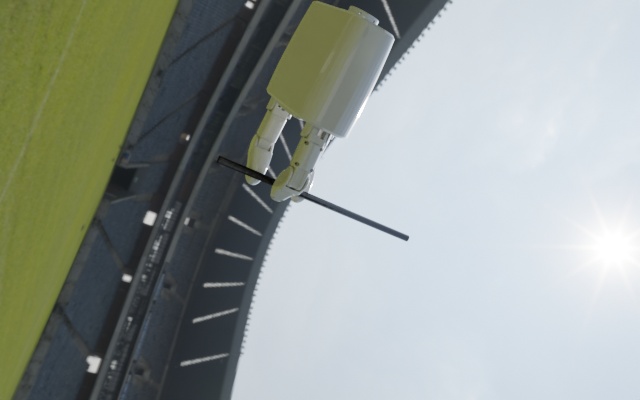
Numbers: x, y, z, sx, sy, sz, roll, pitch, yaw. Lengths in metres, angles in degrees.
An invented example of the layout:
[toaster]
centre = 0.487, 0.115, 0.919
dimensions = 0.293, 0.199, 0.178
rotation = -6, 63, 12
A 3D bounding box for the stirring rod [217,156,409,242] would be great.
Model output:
[stirring rod]
centre = 0.000, 0.002, 0.526
dimensions = 0.239, 0.011, 0.011
rotation = 23, -9, -21
